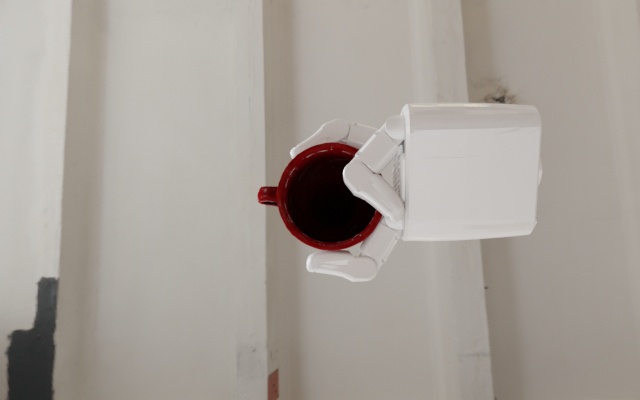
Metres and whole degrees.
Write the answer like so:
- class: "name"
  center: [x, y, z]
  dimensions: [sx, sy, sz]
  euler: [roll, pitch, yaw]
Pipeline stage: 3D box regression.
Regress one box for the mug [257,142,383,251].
- class: "mug"
  center: [-0.001, 0.002, 0.444]
  dimensions: [0.117, 0.093, 0.081]
  euler: [2, -8, 5]
